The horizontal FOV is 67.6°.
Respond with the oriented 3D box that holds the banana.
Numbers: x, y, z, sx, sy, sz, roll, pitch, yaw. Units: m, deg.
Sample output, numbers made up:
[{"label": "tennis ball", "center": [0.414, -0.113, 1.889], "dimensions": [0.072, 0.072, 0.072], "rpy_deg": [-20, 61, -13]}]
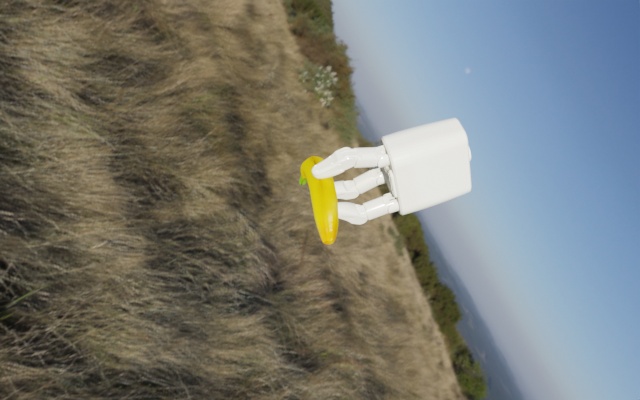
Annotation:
[{"label": "banana", "center": [-0.001, -0.016, 0.669], "dimensions": [0.037, 0.070, 0.197], "rpy_deg": [-5, 27, -8]}]
